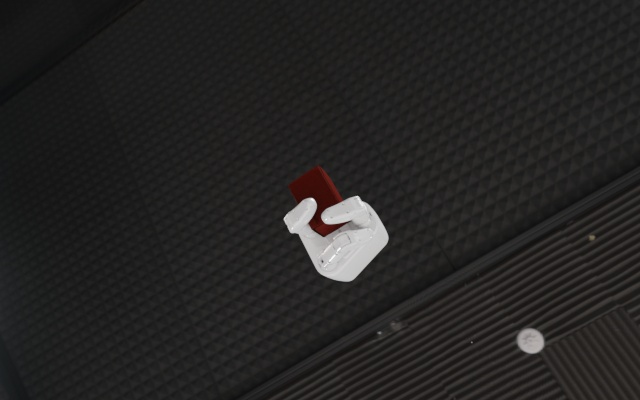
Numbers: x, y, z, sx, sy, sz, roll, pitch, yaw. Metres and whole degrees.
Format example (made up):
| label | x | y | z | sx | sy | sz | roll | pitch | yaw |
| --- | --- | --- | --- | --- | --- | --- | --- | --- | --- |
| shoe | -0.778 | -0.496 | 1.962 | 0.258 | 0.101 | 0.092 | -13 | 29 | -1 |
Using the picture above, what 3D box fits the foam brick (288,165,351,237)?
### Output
| label | x | y | z | sx | sy | sz | roll | pitch | yaw |
| --- | --- | --- | --- | --- | --- | --- | --- | --- | --- |
| foam brick | 0.000 | 0.002 | 0.663 | 0.053 | 0.078 | 0.051 | -32 | -22 | 8 |
